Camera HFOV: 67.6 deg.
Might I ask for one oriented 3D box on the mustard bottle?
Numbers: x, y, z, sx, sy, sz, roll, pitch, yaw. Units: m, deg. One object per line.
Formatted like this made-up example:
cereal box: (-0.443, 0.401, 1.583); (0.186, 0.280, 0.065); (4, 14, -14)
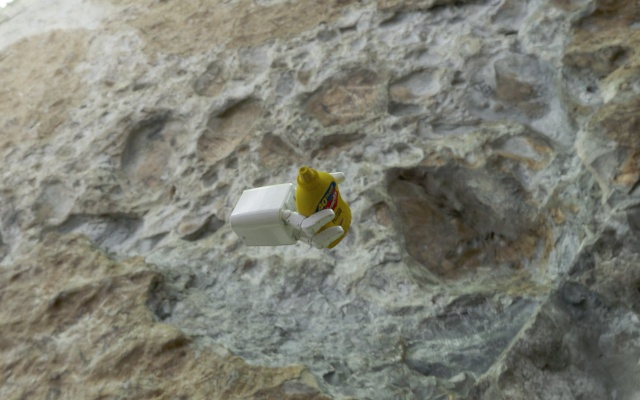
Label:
mustard bottle: (0.001, 0.003, 0.881); (0.058, 0.096, 0.192); (17, -27, 32)
